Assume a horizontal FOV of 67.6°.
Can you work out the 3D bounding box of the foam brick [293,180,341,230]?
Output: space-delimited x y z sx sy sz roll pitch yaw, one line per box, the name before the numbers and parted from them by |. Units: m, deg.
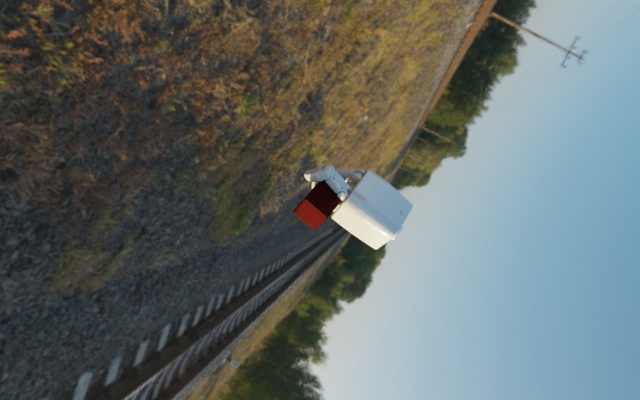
foam brick | 0.000 0.003 0.839 0.078 0.051 0.053 -51 4 -40
